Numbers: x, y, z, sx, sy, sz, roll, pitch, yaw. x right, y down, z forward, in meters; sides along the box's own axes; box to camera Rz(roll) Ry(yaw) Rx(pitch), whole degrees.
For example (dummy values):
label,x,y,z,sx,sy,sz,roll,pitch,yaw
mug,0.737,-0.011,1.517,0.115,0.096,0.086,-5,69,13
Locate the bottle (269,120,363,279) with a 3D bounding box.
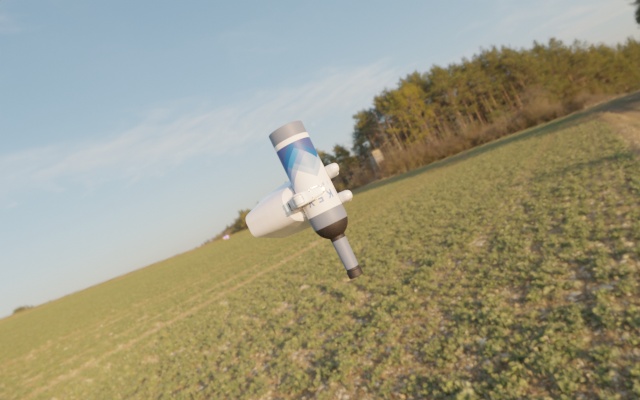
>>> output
label,x,y,z,sx,sy,sz,roll,pitch,yaw
bottle,0.000,0.003,0.858,0.069,0.295,0.069,-26,-2,-1
